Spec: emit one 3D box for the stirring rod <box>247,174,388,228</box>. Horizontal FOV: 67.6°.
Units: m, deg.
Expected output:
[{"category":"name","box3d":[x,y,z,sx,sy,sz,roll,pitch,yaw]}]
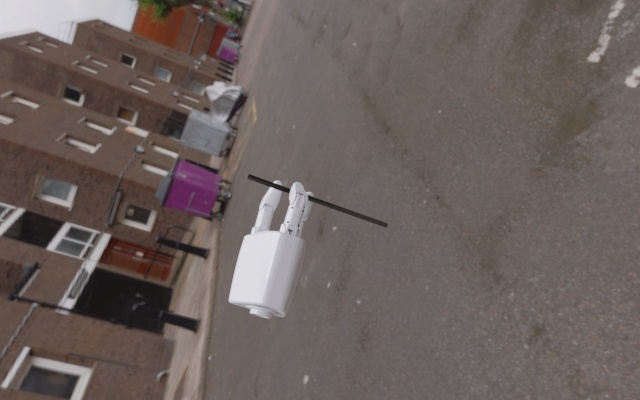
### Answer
[{"category":"stirring rod","box3d":[0.000,0.003,0.754,0.239,0.011,0.011,20,-6,-16]}]
